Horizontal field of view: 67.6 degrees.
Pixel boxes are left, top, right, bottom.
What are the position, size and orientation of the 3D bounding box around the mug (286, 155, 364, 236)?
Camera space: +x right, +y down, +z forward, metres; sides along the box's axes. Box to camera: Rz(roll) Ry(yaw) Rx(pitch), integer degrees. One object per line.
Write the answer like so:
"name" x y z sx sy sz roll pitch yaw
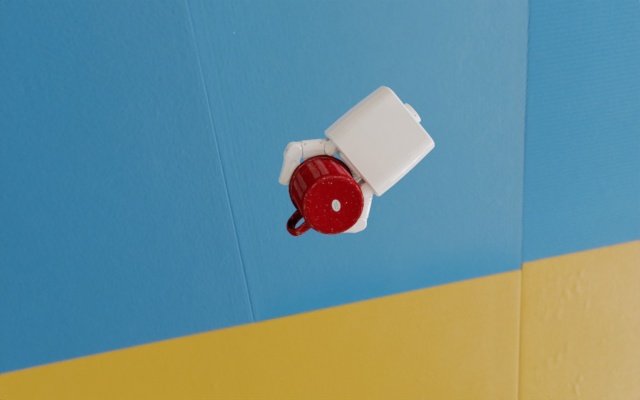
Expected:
"mug" -0.001 0.003 0.628 0.117 0.093 0.081 -41 21 4
